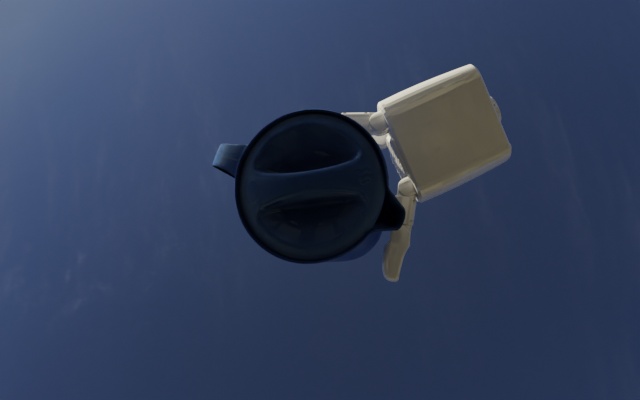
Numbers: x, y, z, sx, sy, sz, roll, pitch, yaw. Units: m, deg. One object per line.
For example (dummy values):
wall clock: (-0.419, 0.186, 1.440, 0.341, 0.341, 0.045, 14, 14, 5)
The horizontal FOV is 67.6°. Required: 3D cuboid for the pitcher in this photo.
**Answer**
pitcher: (0.000, 0.002, 0.514, 0.145, 0.149, 0.243, -26, -13, 4)
